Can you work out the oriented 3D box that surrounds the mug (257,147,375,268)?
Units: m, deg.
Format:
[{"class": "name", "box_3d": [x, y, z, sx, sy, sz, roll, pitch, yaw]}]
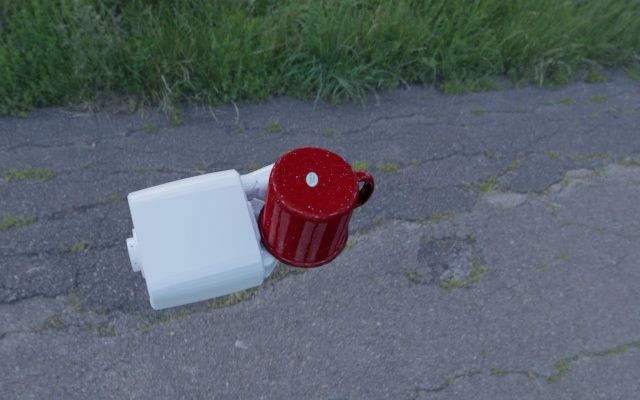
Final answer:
[{"class": "mug", "box_3d": [0.001, 0.001, 0.453, 0.117, 0.093, 0.082, -15, -30, -20]}]
